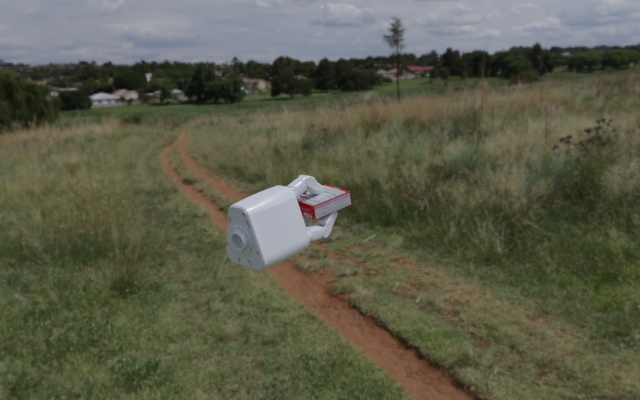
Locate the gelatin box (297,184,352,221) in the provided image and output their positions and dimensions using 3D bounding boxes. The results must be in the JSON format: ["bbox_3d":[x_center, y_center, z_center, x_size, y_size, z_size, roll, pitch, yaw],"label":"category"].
[{"bbox_3d":[0.000,0.002,0.872,0.089,0.030,0.073,-23,25,-32],"label":"gelatin box"}]
